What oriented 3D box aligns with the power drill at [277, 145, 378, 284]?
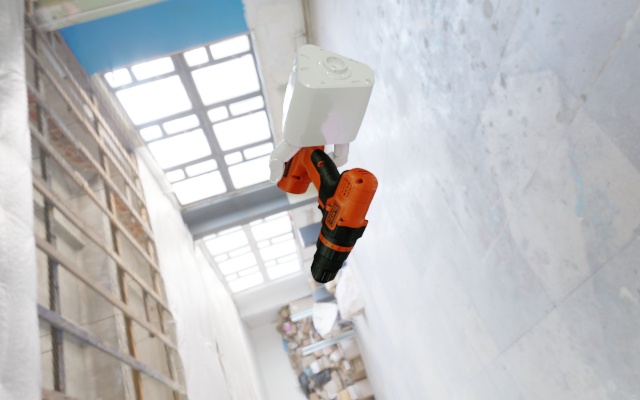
[{"bbox_3d":[0.000,0.002,0.702,0.057,0.184,0.187,3,33,-35],"label":"power drill"}]
